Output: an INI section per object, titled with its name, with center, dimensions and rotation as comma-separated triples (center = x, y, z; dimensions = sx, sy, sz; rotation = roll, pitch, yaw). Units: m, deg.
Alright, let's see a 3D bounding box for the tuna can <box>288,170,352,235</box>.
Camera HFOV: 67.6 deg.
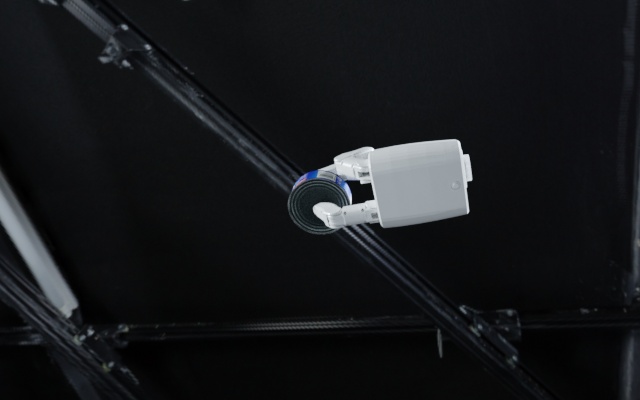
[tuna can]
center = 0.000, 0.002, 0.659
dimensions = 0.086, 0.086, 0.033
rotation = 0, 27, 7
